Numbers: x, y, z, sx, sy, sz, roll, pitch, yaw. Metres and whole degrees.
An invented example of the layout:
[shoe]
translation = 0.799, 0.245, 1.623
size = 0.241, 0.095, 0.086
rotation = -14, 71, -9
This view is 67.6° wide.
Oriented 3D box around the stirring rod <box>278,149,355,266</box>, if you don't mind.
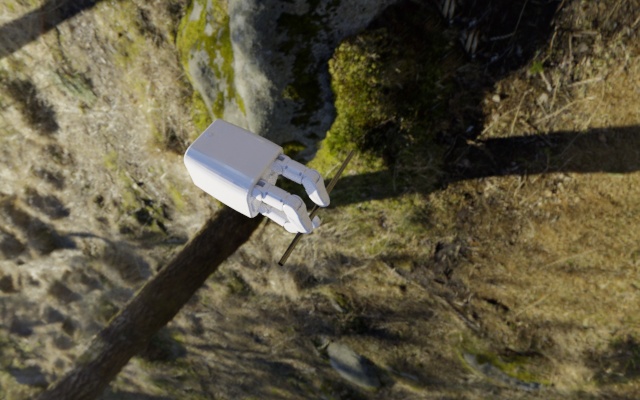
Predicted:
[stirring rod]
translation = 0.000, 0.002, 0.697
size = 0.011, 0.011, 0.239
rotation = 0, 43, 37
